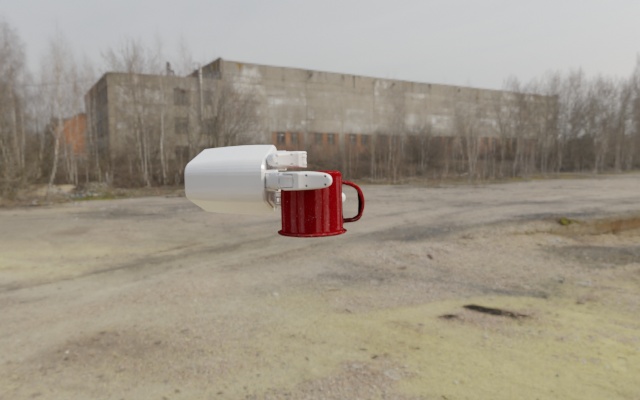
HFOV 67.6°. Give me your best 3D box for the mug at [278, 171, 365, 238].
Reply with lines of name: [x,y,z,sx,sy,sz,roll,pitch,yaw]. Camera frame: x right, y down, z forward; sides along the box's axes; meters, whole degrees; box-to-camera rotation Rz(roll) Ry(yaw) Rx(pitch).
mug: [0.002,0.002,0.635,0.117,0.081,0.093,-1,5,4]
